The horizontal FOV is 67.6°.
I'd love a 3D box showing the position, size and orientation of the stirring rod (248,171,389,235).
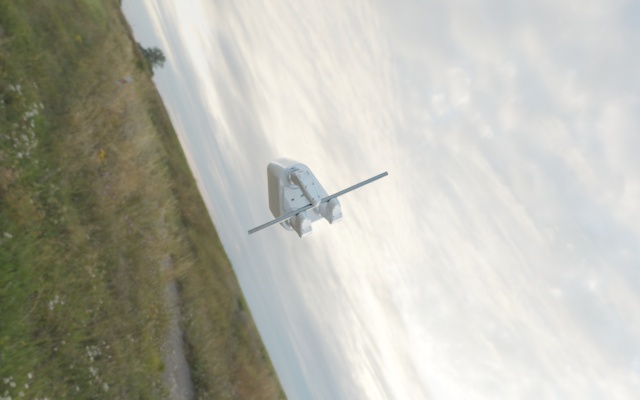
[{"bbox_3d":[0.000,0.002,0.740,0.239,0.011,0.011,-23,6,-14],"label":"stirring rod"}]
